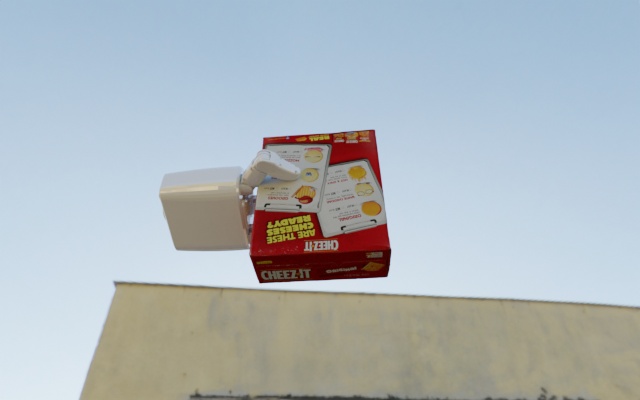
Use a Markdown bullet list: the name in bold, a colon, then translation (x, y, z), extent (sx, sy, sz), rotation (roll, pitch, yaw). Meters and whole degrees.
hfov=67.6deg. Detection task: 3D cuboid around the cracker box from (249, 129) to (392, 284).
- **cracker box**: translation (0.000, 0.002, 0.633), extent (0.164, 0.213, 0.072), rotation (-3, -42, 3)
